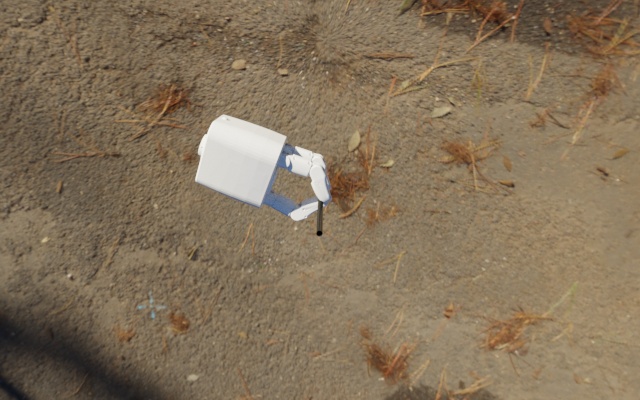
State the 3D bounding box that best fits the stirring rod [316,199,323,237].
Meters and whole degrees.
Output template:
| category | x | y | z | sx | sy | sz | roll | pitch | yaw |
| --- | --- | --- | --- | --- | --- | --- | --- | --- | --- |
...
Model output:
| category | x | y | z | sx | sy | sz | roll | pitch | yaw |
| --- | --- | --- | --- | --- | --- | --- | --- | --- | --- |
| stirring rod | 0.000 | 0.002 | 0.699 | 0.011 | 0.011 | 0.239 | 0 | 19 | 1 |
